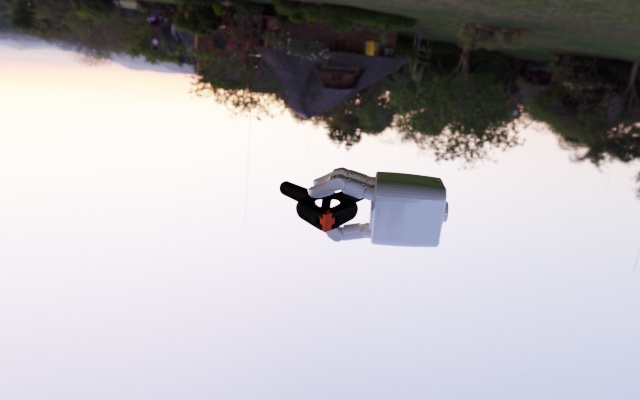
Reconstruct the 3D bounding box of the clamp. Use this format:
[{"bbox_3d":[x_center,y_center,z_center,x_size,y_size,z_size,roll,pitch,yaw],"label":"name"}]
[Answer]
[{"bbox_3d":[0.000,0.003,0.763,0.164,0.036,0.210,2,16,7],"label":"clamp"}]
